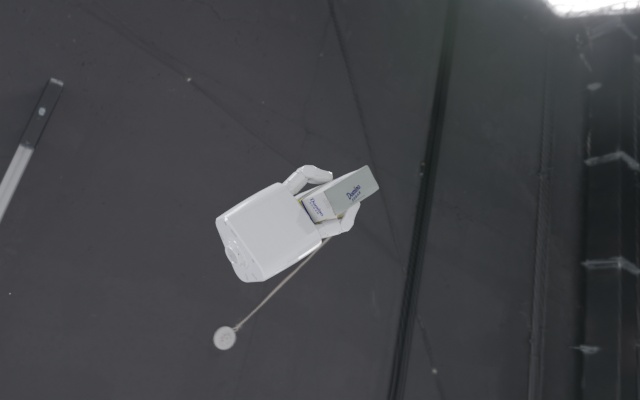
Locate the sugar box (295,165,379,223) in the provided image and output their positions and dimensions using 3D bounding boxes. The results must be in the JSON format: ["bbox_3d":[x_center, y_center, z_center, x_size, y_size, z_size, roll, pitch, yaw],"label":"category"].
[{"bbox_3d":[0.000,0.003,0.738,0.093,0.048,0.176,-31,8,-33],"label":"sugar box"}]
